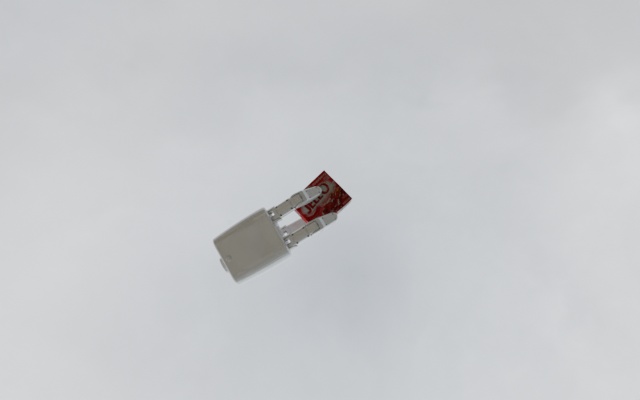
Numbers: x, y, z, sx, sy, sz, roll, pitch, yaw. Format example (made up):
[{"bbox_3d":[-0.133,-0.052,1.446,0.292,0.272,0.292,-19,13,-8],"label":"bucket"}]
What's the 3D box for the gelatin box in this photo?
[{"bbox_3d":[0.000,0.003,0.852,0.089,0.073,0.030,-43,-8,-11],"label":"gelatin box"}]
